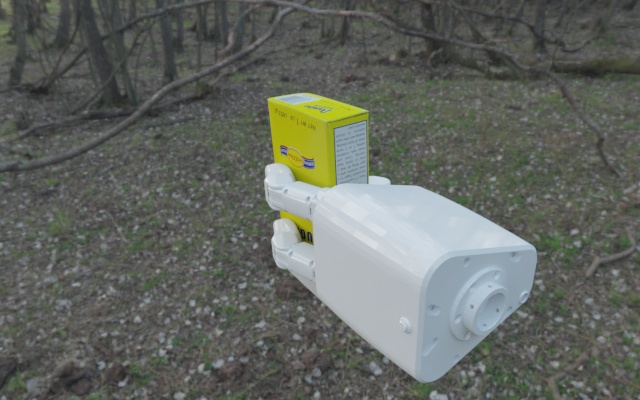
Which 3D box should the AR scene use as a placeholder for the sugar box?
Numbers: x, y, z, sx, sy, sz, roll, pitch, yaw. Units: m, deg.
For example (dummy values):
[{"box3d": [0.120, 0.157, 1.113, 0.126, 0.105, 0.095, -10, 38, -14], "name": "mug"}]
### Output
[{"box3d": [0.000, 0.001, 0.418, 0.048, 0.176, 0.093, -17, 29, -29], "name": "sugar box"}]
